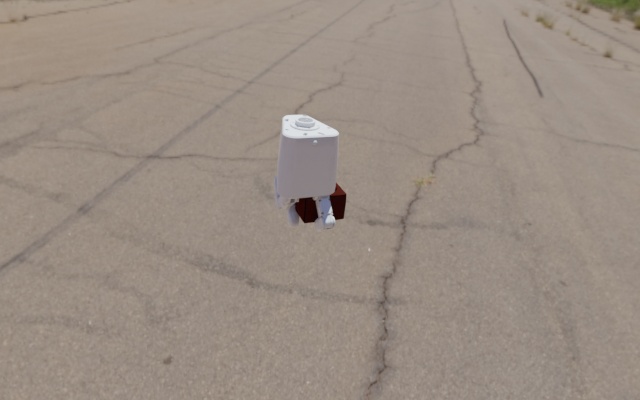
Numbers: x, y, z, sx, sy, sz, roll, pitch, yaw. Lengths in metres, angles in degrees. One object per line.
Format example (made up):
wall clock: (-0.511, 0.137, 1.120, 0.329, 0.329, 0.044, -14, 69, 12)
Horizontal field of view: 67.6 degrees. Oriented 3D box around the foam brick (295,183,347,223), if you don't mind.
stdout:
foam brick: (0.000, 0.003, 0.842, 0.078, 0.051, 0.053, -6, 29, -21)
